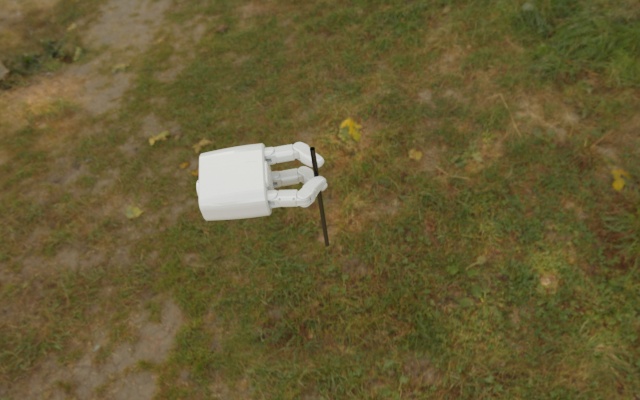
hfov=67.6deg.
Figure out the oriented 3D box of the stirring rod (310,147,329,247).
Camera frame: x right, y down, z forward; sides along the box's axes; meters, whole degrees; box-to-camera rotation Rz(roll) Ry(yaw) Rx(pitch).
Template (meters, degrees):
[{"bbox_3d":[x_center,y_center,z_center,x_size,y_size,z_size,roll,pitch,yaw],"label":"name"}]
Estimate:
[{"bbox_3d":[0.000,0.003,0.804,0.011,0.011,0.240,0,-42,8],"label":"stirring rod"}]
